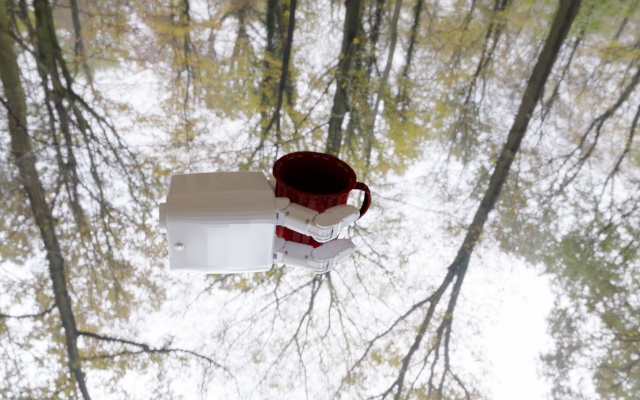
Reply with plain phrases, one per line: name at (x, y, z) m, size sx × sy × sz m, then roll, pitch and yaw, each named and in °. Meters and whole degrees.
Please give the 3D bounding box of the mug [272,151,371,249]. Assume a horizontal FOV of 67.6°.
mug at (0.001, 0.002, 0.546) m, size 0.117 × 0.082 × 0.093 m, roll 0°, pitch 36°, yaw -14°
